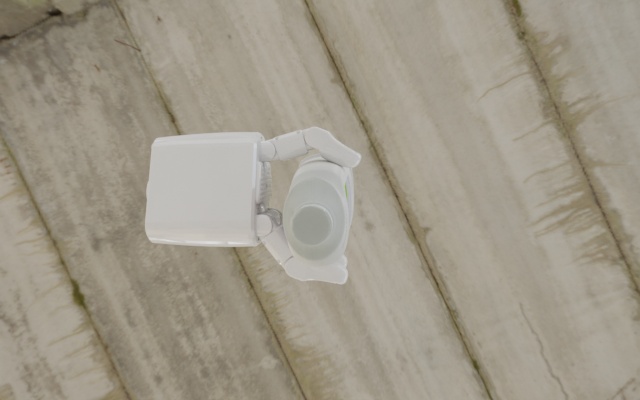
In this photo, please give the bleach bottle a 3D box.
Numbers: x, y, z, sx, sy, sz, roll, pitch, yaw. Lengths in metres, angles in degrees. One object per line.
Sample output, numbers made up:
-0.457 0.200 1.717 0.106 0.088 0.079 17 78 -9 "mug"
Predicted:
0.000 0.002 0.468 0.068 0.102 0.251 -3 4 4 "bleach bottle"
